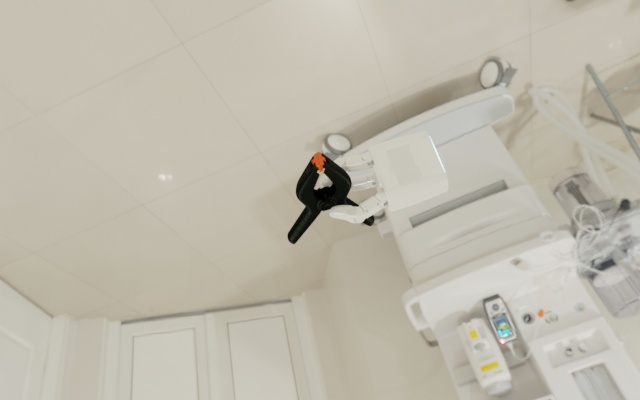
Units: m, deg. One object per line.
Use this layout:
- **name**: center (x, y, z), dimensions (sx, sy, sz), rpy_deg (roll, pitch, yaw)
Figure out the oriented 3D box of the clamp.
- **clamp**: center (0.000, 0.003, 0.823), dimensions (0.164, 0.036, 0.210), rpy_deg (-18, -39, 3)
